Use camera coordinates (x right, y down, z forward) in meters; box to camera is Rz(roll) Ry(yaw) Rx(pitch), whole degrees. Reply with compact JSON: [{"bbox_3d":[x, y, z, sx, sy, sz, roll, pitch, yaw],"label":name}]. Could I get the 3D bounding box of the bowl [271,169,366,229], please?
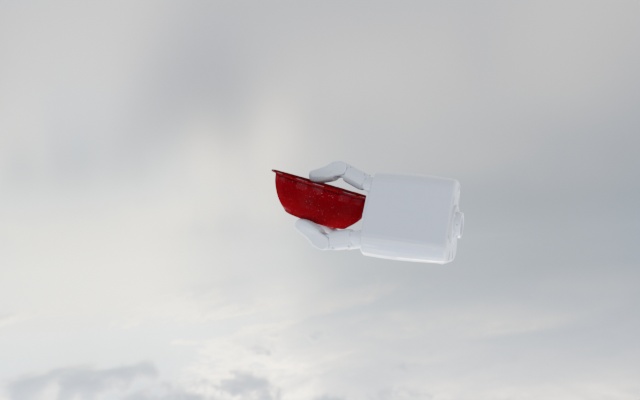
[{"bbox_3d":[-0.001,0.002,0.690,0.162,0.055,0.162,16,4,-1],"label":"bowl"}]
